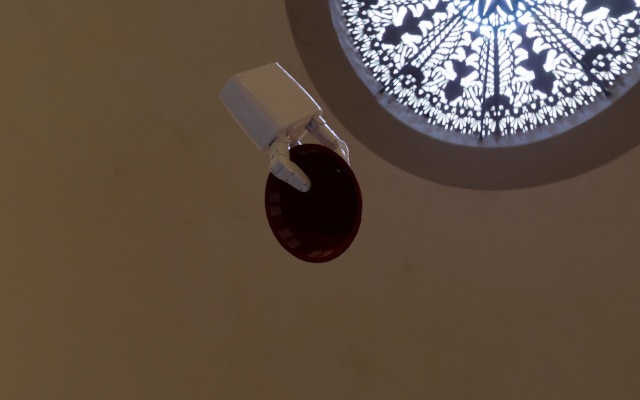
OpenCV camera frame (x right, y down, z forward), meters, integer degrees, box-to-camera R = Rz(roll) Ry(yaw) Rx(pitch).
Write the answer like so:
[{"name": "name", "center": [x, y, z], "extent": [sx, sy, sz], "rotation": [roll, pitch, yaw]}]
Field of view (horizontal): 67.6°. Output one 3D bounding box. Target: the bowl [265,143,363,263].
[{"name": "bowl", "center": [0.001, 0.003, 0.661], "extent": [0.162, 0.162, 0.055], "rotation": [0, 5, 35]}]
